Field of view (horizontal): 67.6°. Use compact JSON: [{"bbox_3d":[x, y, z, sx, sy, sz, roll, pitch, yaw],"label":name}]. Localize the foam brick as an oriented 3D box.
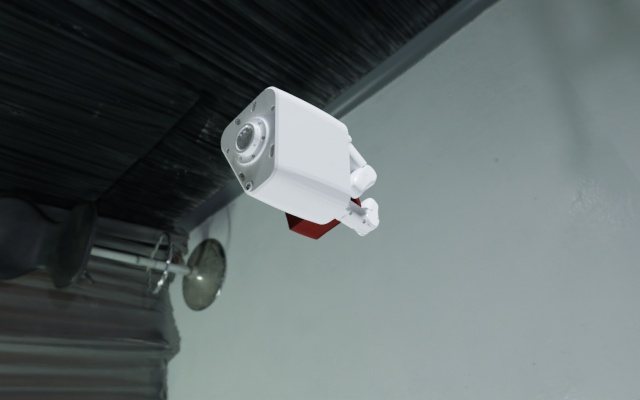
[{"bbox_3d":[0.000,0.002,0.570,0.078,0.053,0.051,-37,-38,28],"label":"foam brick"}]
